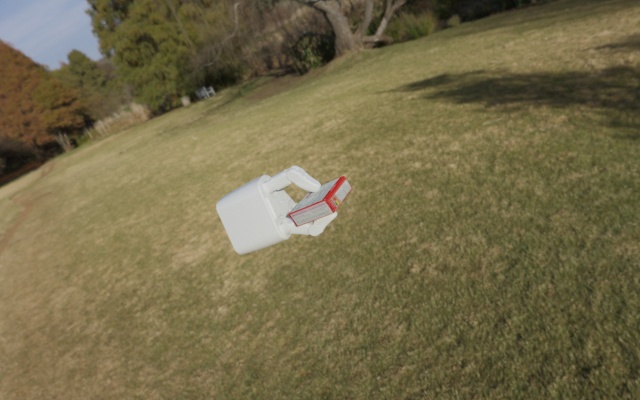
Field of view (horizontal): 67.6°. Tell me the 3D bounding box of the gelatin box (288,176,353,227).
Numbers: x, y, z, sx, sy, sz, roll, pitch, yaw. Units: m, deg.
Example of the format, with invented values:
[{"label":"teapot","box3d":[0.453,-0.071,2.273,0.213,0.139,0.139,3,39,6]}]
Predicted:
[{"label":"gelatin box","box3d":[0.000,0.002,0.779,0.089,0.030,0.073,-23,18,41]}]
